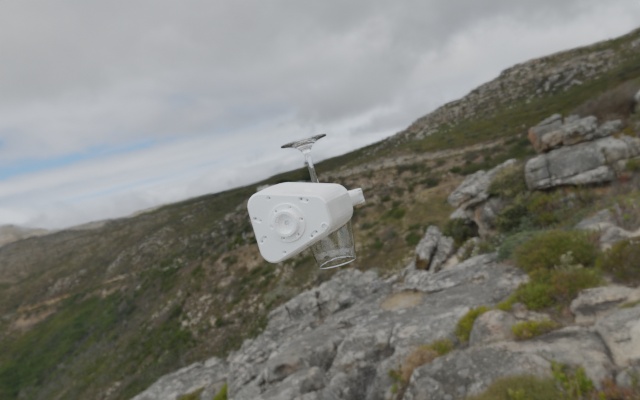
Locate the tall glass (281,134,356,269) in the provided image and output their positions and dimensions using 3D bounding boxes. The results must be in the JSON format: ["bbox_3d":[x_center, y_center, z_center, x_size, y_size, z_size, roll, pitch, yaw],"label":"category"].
[{"bbox_3d":[0.000,0.002,0.747,0.079,0.201,0.079,-16,3,1],"label":"tall glass"}]
